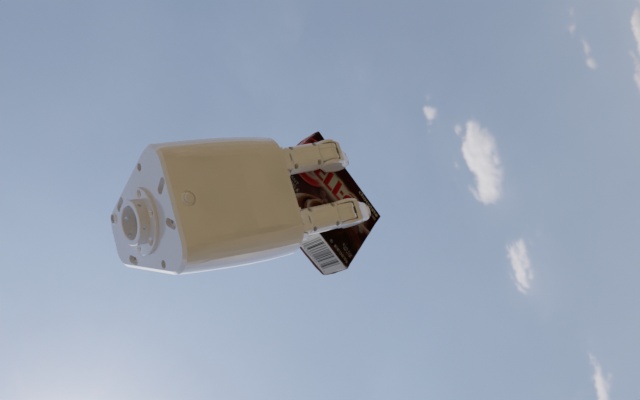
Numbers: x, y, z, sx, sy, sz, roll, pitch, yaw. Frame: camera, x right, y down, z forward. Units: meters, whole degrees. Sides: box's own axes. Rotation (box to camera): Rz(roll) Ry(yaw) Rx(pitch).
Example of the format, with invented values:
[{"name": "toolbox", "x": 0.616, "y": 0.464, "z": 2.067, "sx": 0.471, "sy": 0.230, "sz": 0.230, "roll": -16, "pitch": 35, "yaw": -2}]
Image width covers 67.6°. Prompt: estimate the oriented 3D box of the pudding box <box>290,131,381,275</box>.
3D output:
[{"name": "pudding box", "x": 0.000, "y": 0.002, "z": 0.461, "sx": 0.039, "sy": 0.113, "sz": 0.090, "roll": -24, "pitch": 17, "yaw": 40}]
